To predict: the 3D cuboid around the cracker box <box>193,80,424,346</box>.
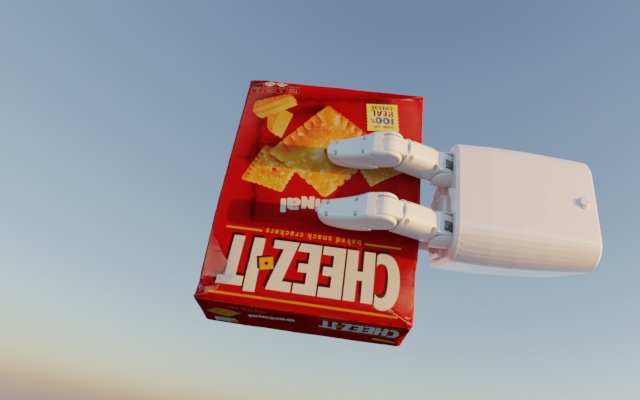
[{"bbox_3d":[0.000,0.001,0.413,0.164,0.213,0.072,7,-28,3],"label":"cracker box"}]
